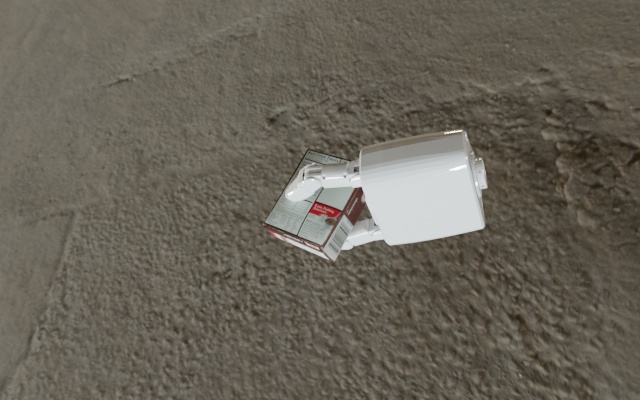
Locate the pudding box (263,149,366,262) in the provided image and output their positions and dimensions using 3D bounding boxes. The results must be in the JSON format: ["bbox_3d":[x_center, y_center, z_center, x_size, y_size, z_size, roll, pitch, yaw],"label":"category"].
[{"bbox_3d":[0.000,0.002,0.550,0.090,0.113,0.039,19,-21,34],"label":"pudding box"}]
